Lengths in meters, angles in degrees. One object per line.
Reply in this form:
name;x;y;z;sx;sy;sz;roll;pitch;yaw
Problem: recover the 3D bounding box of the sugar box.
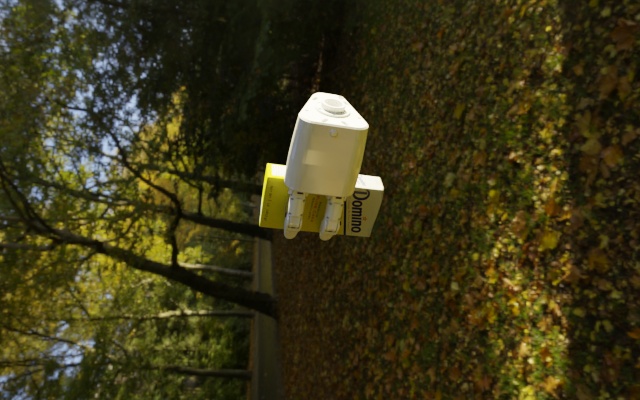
sugar box;0.000;0.003;0.725;0.176;0.093;0.048;7;34;-9
